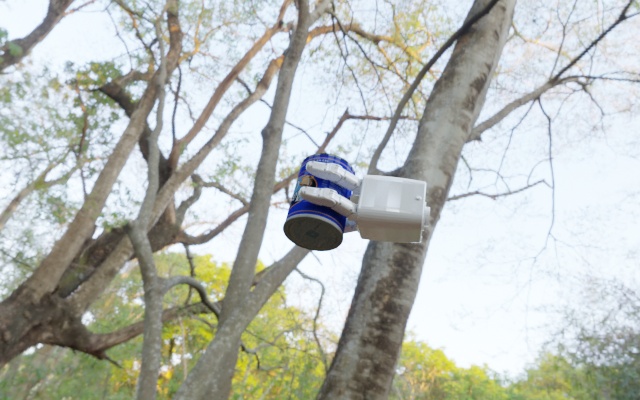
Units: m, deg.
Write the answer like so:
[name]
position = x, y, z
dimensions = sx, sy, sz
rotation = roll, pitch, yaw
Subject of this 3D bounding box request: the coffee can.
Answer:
[coffee can]
position = 0.000, 0.003, 0.832
dimensions = 0.103, 0.140, 0.103
rotation = 9, -36, 7
